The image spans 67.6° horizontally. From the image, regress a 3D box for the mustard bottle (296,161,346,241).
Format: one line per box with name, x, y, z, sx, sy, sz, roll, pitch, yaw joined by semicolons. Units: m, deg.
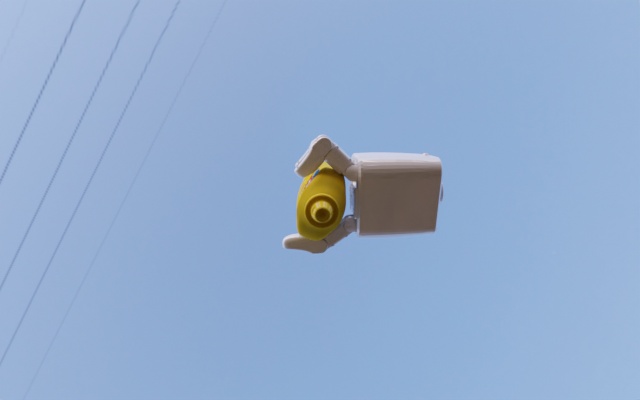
mustard bottle;0.000;0.002;0.629;0.058;0.096;0.191;23;7;-5
